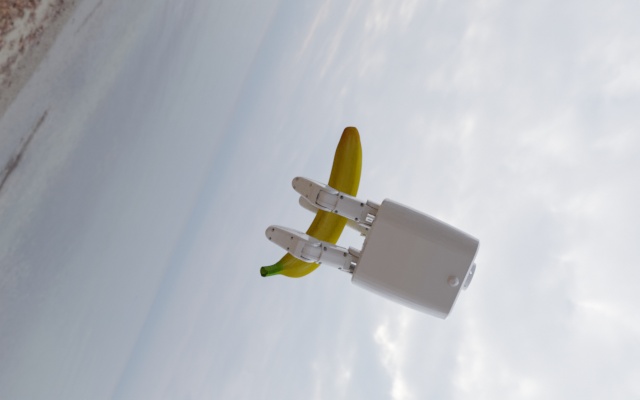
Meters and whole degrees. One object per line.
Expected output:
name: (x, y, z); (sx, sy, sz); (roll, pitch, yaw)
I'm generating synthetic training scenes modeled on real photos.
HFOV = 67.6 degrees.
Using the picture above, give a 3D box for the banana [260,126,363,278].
banana: (0.007, 0.012, 0.548); (0.037, 0.197, 0.070); (22, -12, 36)
